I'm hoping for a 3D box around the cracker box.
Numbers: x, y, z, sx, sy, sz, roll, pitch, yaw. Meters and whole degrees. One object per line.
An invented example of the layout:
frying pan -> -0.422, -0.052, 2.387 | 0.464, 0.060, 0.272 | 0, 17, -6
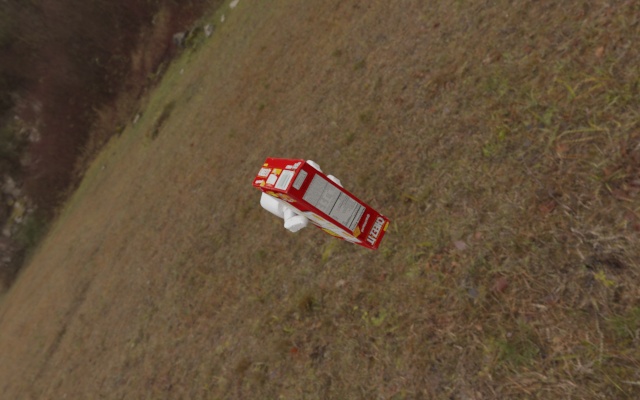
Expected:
cracker box -> 0.000, 0.003, 0.885 | 0.214, 0.072, 0.164 | 33, -10, -27
